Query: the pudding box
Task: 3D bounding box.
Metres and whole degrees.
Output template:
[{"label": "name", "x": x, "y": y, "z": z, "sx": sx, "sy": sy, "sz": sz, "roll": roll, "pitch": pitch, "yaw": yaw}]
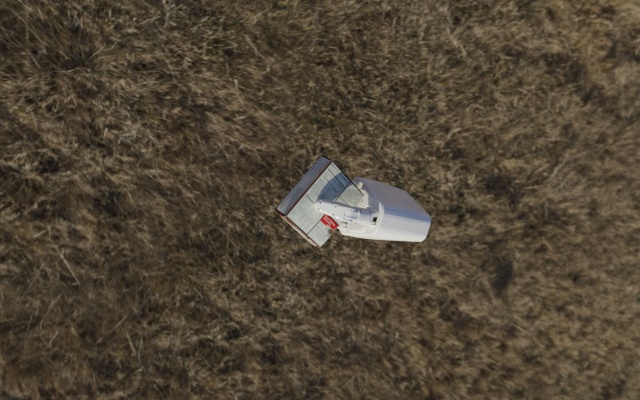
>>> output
[{"label": "pudding box", "x": 0.000, "y": 0.002, "z": 0.725, "sx": 0.090, "sy": 0.113, "sz": 0.039, "roll": 45, "pitch": -10, "yaw": -33}]
